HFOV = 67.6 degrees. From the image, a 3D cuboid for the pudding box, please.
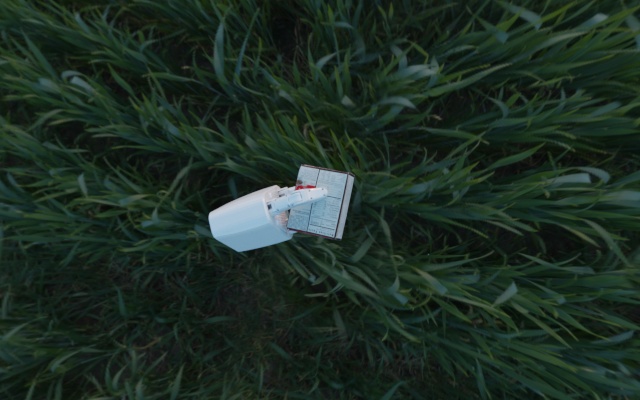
[{"bbox_3d":[0.000,0.003,0.791,0.090,0.113,0.039,12,-1,19],"label":"pudding box"}]
